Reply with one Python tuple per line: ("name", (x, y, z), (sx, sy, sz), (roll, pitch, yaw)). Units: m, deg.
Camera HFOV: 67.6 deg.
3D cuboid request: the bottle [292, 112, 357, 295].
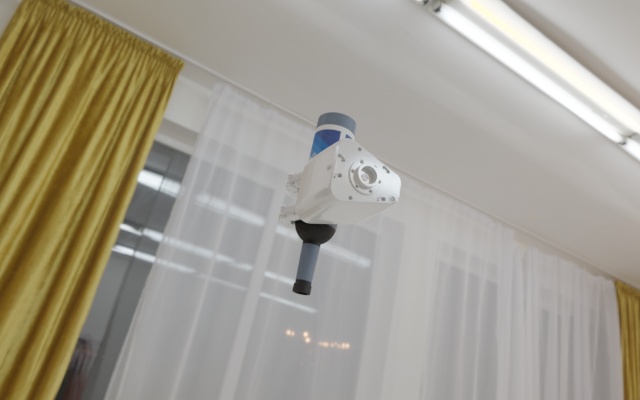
("bottle", (0.000, 0.002, 0.756), (0.069, 0.295, 0.069), (10, -21, 4))
